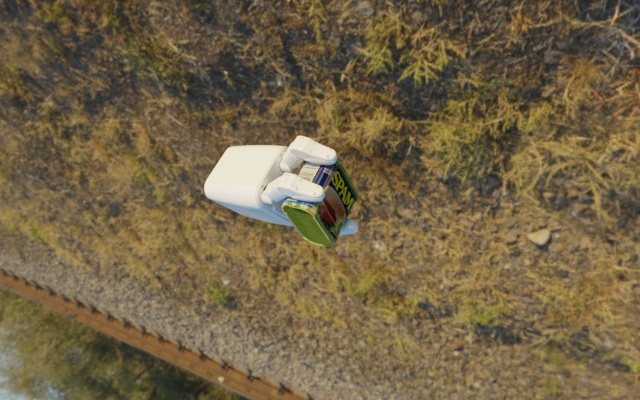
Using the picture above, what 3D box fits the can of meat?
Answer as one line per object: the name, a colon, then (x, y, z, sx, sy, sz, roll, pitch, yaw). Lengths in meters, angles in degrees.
can of meat: (0.000, 0.002, 0.636, 0.057, 0.084, 0.102, 9, -31, 32)
